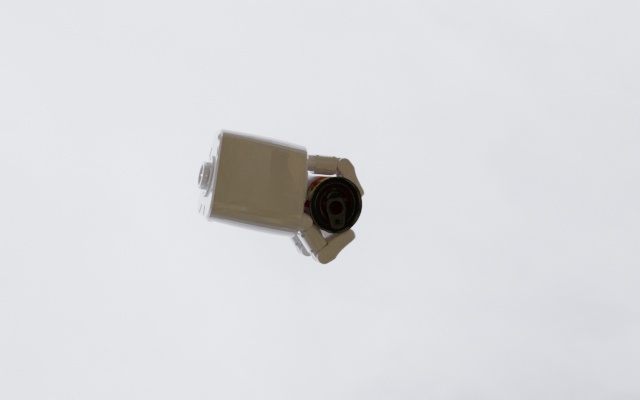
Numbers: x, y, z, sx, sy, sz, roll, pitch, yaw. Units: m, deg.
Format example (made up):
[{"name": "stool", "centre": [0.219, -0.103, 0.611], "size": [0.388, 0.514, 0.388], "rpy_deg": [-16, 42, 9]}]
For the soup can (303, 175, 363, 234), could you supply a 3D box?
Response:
[{"name": "soup can", "centre": [0.000, 0.002, 0.607], "size": [0.068, 0.068, 0.102], "rpy_deg": [0, 4, -22]}]
